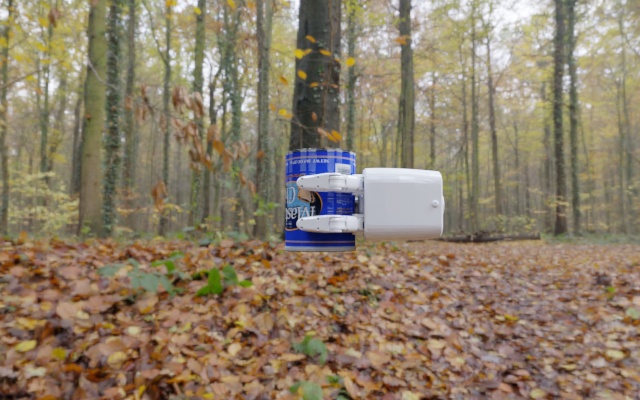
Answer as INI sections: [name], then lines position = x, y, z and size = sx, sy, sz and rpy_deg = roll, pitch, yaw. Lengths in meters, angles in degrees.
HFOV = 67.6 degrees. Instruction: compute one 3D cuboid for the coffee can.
[coffee can]
position = 0.000, 0.002, 0.689
size = 0.103, 0.140, 0.103
rpy_deg = 0, -3, 0
